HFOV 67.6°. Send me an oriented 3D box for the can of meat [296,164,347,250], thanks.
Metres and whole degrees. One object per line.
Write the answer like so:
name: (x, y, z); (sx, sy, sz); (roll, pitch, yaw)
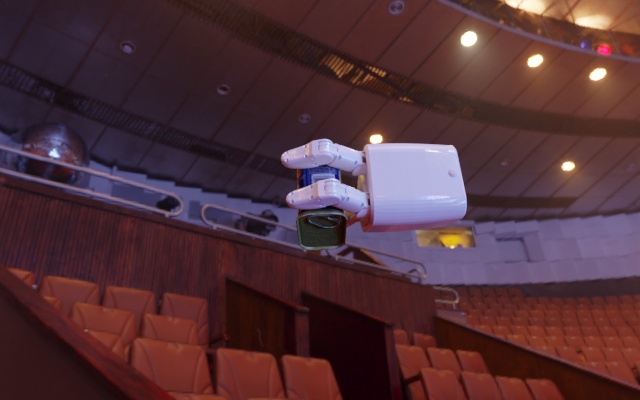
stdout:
can of meat: (0.000, 0.002, 0.575); (0.057, 0.084, 0.102); (-2, -28, 0)
